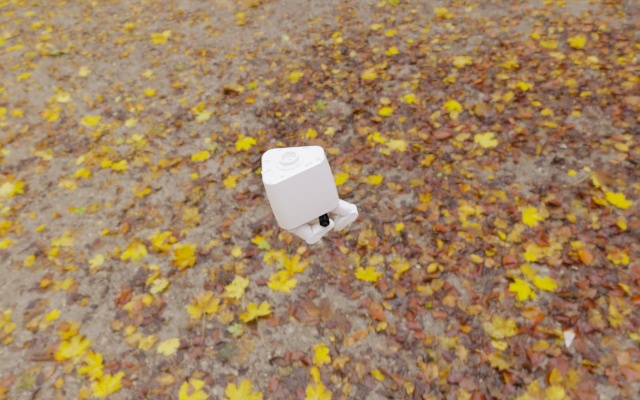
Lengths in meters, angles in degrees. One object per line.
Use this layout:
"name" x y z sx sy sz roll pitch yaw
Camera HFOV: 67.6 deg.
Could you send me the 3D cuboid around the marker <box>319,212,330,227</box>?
"marker" 0.000 0.003 0.856 0.020 0.020 0.121 0 41 -10
